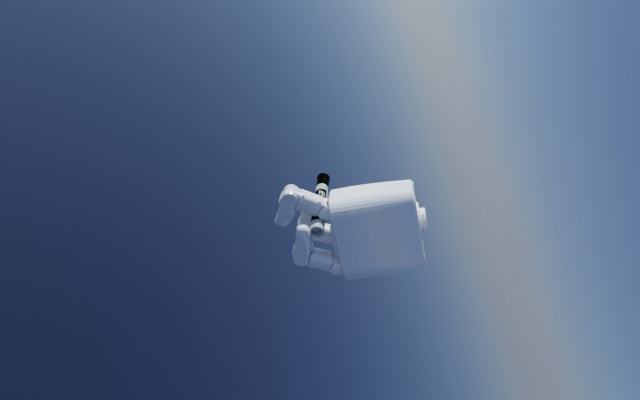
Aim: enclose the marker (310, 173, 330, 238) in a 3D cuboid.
[{"bbox_3d":[0.000,0.002,0.639,0.020,0.020,0.121,0,38,6],"label":"marker"}]
